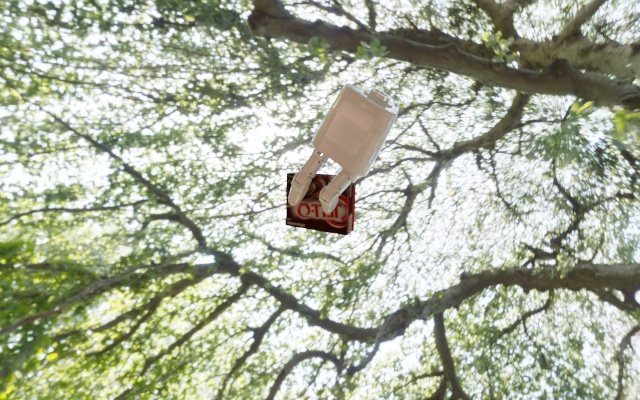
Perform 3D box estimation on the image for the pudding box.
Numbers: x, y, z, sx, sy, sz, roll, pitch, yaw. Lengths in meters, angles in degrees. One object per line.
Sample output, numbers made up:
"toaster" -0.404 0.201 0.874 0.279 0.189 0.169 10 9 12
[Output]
"pudding box" 0.000 0.002 0.768 0.113 0.090 0.039 8 13 26
